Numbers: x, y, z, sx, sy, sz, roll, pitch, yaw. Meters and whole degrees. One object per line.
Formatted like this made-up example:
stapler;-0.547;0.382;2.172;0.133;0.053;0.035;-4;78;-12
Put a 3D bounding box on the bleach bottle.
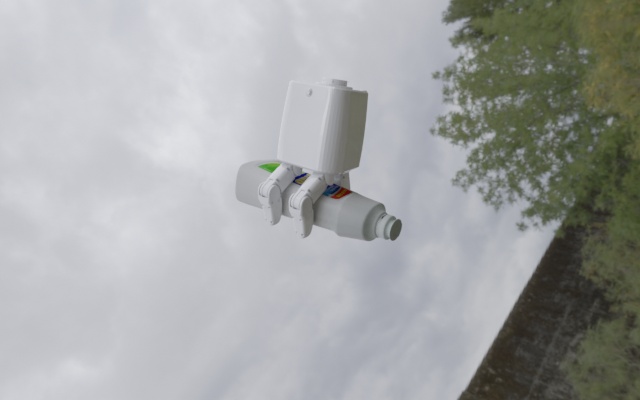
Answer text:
bleach bottle;0.000;0.002;0.654;0.251;0.068;0.102;19;17;36
